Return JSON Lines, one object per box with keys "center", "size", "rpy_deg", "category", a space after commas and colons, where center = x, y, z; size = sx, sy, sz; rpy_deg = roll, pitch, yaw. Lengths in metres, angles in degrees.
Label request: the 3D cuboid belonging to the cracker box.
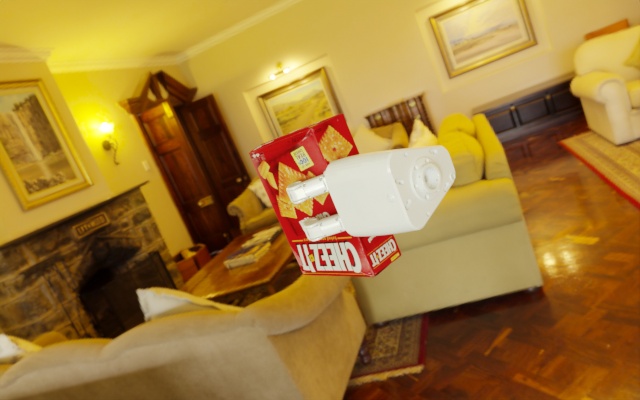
{"center": [0.000, 0.002, 0.683], "size": [0.072, 0.214, 0.164], "rpy_deg": [-31, 13, -36], "category": "cracker box"}
